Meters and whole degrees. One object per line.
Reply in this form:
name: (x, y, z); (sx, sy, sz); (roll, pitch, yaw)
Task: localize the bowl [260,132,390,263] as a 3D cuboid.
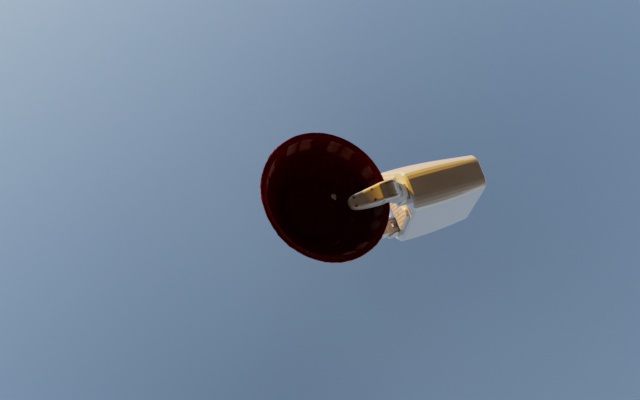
bowl: (-0.001, 0.002, 0.576); (0.162, 0.162, 0.055); (0, -20, -23)
